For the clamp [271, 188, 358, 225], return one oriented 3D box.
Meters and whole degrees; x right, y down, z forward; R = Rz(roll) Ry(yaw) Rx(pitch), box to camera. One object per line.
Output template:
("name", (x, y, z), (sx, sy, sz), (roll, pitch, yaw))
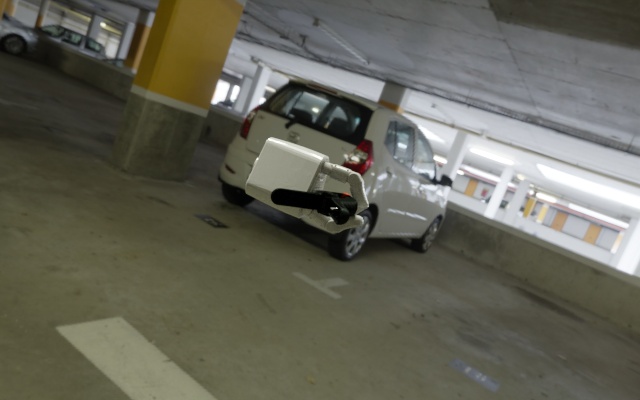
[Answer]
("clamp", (0.000, 0.002, 0.735), (0.120, 0.039, 0.171), (22, 7, 12))
